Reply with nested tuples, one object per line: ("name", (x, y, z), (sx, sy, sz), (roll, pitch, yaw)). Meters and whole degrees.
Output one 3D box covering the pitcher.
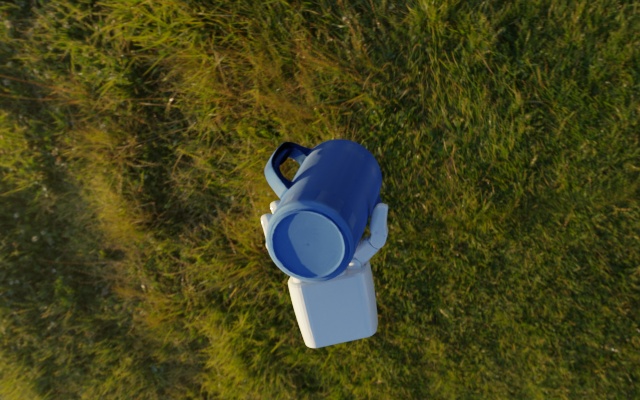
("pitcher", (0.000, 0.002, 0.659), (0.149, 0.145, 0.242), (-5, 20, 14))
